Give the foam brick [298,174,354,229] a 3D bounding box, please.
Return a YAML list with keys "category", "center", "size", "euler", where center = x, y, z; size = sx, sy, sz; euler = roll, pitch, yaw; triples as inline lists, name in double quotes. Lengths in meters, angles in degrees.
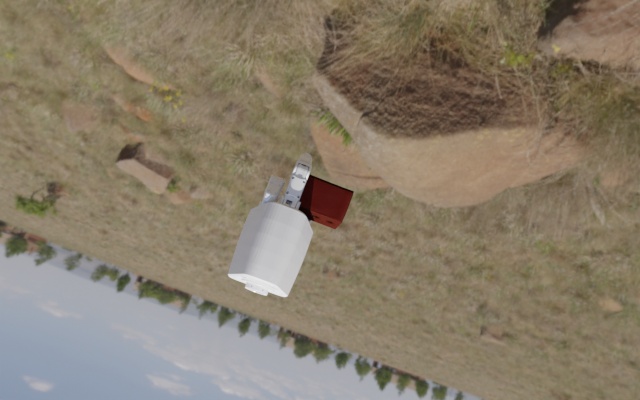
- category: "foam brick"
  center: [0.000, 0.002, 0.702]
  size: [0.078, 0.051, 0.053]
  euler: [21, -18, -4]
